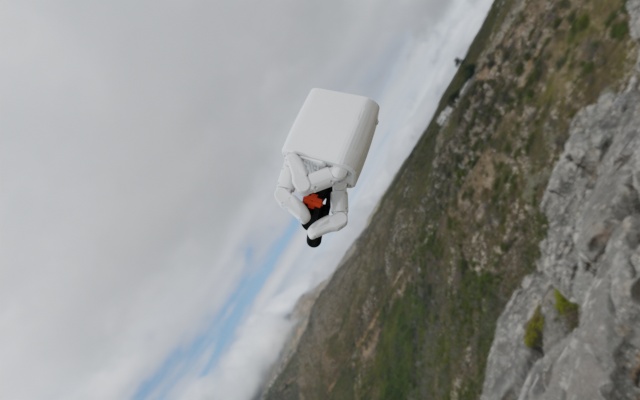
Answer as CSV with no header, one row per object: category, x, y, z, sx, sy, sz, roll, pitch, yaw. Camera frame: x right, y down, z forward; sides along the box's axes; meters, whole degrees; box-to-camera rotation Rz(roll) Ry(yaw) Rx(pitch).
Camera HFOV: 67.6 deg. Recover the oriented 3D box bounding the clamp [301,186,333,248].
clamp,-0.001,0.002,0.736,0.039,0.120,0.171,11,-15,4
